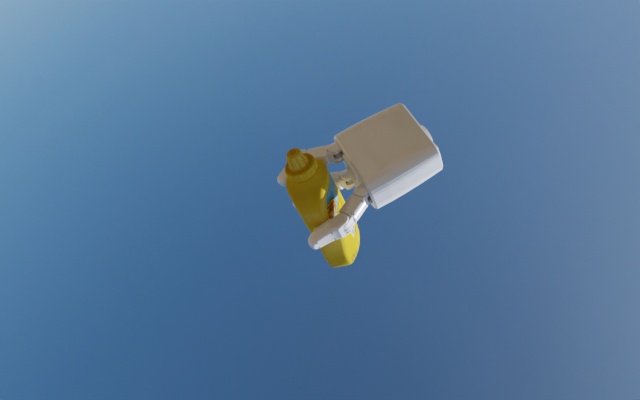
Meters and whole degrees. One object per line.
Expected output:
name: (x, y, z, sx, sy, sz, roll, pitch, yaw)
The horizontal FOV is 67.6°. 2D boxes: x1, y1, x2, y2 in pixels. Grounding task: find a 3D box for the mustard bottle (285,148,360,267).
mustard bottle: (0.000, 0.002, 0.648, 0.058, 0.096, 0.192, -12, -44, 17)
